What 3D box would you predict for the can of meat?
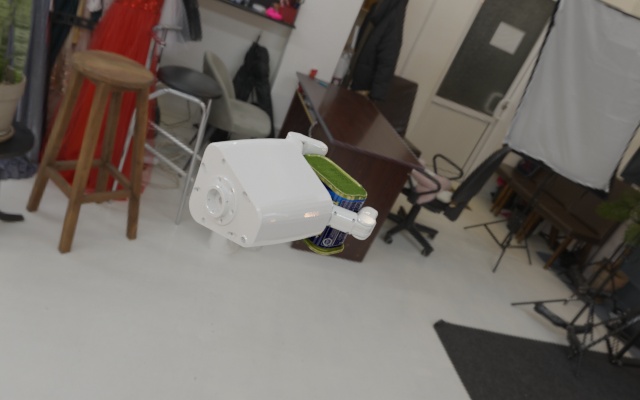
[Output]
[{"bbox_3d":[0.000,0.002,0.589,0.057,0.084,0.102,-5,38,-47],"label":"can of meat"}]
